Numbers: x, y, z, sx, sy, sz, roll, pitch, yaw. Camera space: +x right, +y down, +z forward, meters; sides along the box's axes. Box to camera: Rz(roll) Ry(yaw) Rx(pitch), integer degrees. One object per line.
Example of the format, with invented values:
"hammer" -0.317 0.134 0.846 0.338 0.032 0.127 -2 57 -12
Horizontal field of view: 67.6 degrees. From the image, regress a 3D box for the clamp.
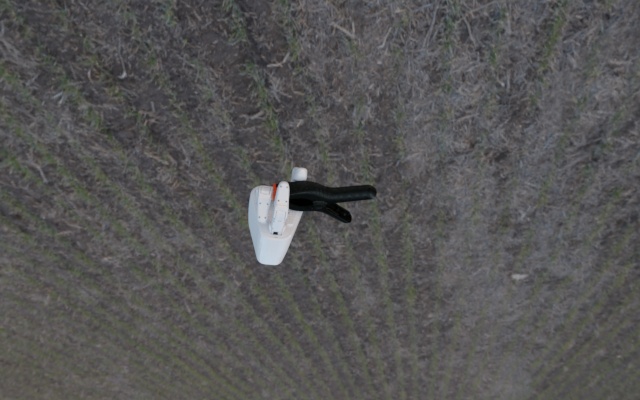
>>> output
"clamp" 0.000 0.003 0.826 0.171 0.039 0.120 7 -35 -9
